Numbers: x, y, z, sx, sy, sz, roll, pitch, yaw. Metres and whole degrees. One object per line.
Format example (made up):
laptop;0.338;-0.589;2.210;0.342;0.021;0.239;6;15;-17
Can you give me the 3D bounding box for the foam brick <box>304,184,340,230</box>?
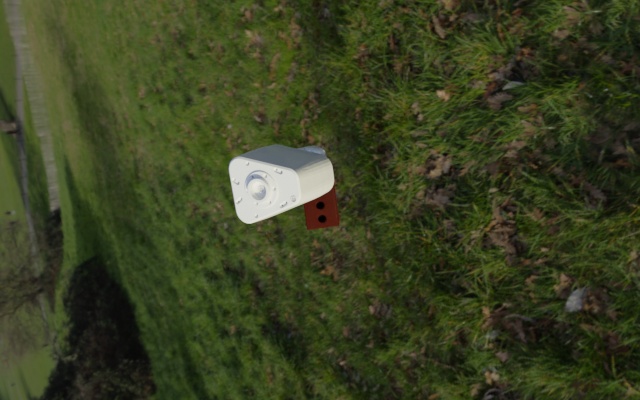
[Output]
foam brick;0.000;0.003;0.764;0.053;0.078;0.051;-8;11;3
